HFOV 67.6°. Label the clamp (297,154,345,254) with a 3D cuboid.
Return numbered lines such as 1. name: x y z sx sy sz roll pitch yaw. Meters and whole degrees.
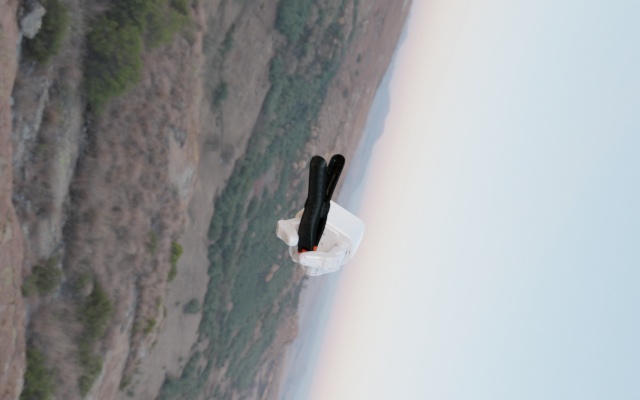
1. clamp: 0.001 0.003 0.756 0.039 0.171 0.120 22 22 21
